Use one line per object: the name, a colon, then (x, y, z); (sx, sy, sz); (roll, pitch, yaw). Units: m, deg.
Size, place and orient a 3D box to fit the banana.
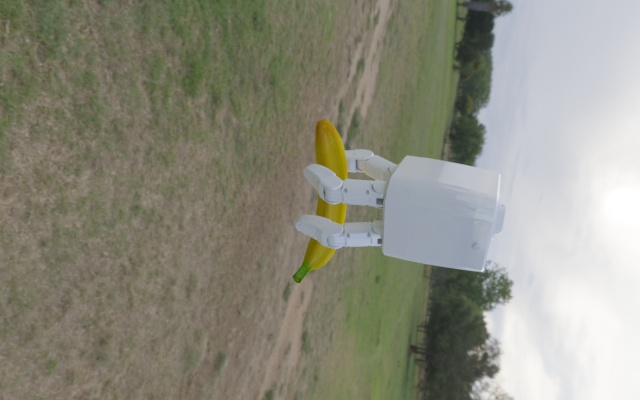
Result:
banana: (0.008, 0.001, 0.569); (0.037, 0.198, 0.069); (14, 17, 22)
